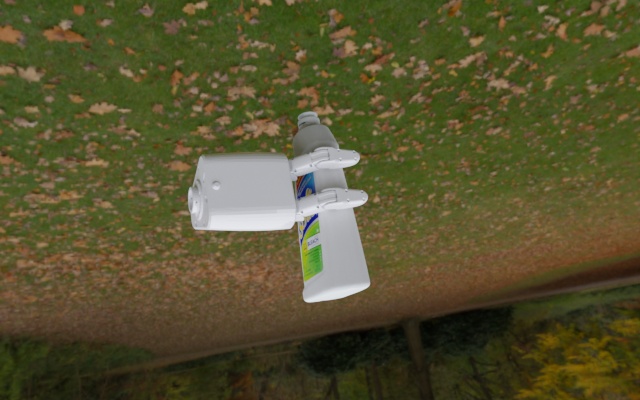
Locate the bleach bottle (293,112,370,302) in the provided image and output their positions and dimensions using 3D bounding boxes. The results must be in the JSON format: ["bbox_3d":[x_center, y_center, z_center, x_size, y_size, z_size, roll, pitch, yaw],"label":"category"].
[{"bbox_3d":[0.000,0.002,0.642,0.068,0.250,0.102,-2,-19,-26],"label":"bleach bottle"}]
